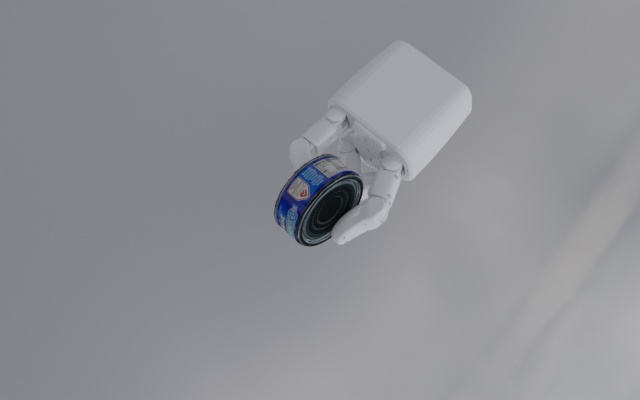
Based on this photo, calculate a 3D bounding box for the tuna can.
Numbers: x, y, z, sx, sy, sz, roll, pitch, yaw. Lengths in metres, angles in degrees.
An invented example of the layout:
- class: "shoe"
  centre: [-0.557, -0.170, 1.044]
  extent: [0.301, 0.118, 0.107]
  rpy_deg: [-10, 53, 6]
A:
- class: "tuna can"
  centre: [0.000, 0.002, 0.448]
  extent: [0.033, 0.086, 0.086]
  rpy_deg: [41, 22, 28]
